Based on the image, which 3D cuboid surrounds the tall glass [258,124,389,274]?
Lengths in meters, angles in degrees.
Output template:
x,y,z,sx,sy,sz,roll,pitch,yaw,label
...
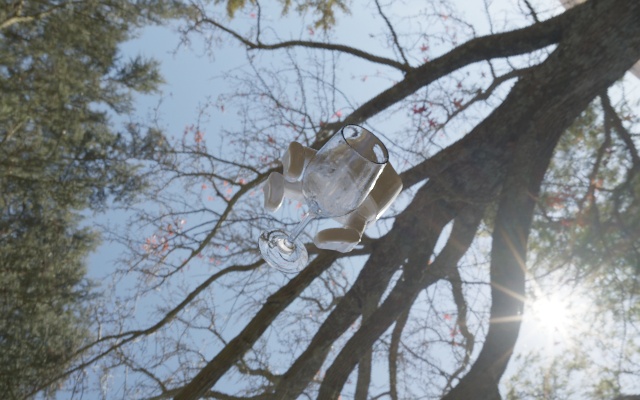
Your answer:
x,y,z,sx,sy,sz,roll,pitch,yaw,label
0.000,0.002,0.575,0.079,0.079,0.201,0,-40,-40,tall glass
